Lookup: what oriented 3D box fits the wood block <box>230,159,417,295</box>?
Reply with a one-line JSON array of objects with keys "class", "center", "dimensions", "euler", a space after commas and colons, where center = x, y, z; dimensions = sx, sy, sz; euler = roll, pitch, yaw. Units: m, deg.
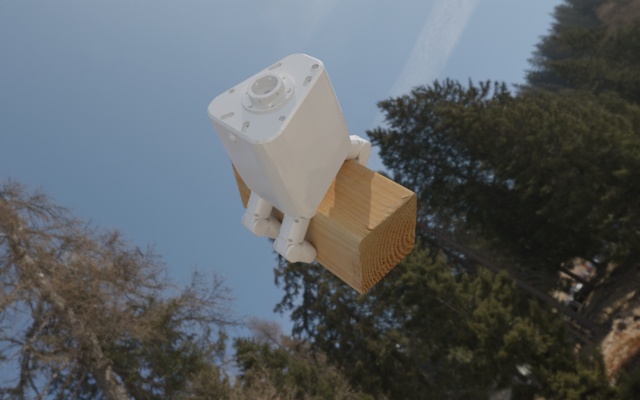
[{"class": "wood block", "center": [0.000, 0.001, 0.551], "dimensions": [0.090, 0.090, 0.206], "euler": [-37, 50, -27]}]
